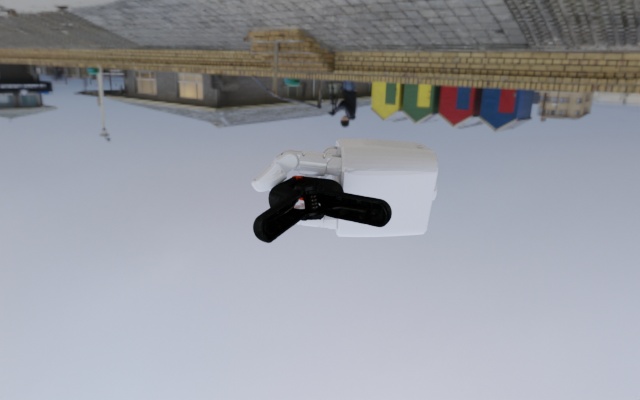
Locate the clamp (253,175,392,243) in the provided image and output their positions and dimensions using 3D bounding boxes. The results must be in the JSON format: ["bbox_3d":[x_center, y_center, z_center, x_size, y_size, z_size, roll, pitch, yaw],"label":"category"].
[{"bbox_3d":[0.000,0.002,0.475,0.120,0.039,0.171,1,16,-3],"label":"clamp"}]
